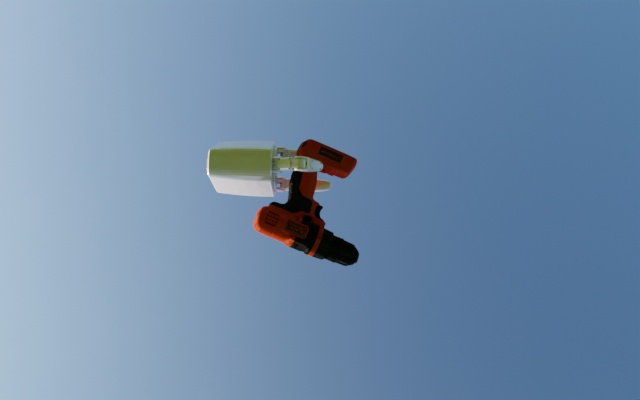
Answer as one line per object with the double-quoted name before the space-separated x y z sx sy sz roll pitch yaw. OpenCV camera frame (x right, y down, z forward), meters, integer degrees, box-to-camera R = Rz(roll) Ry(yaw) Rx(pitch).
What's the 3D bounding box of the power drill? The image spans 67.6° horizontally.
"power drill" 0.000 0.002 0.812 0.184 0.187 0.057 24 -23 -10
